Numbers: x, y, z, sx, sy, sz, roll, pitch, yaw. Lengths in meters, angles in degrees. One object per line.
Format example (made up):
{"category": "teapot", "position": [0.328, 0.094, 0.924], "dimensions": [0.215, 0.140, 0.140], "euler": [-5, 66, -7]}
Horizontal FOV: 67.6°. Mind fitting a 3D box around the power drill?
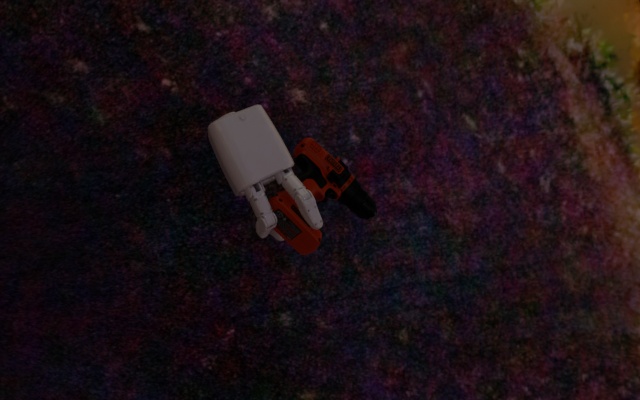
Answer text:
{"category": "power drill", "position": [0.000, 0.003, 0.787], "dimensions": [0.057, 0.184, 0.187], "euler": [-42, 8, 42]}
